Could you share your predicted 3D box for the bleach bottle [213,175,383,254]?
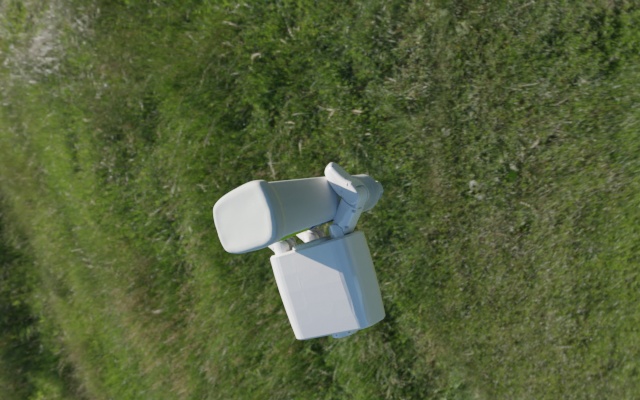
[{"bbox_3d":[0.000,0.002,0.583,0.102,0.068,0.251,-21,-6,43],"label":"bleach bottle"}]
